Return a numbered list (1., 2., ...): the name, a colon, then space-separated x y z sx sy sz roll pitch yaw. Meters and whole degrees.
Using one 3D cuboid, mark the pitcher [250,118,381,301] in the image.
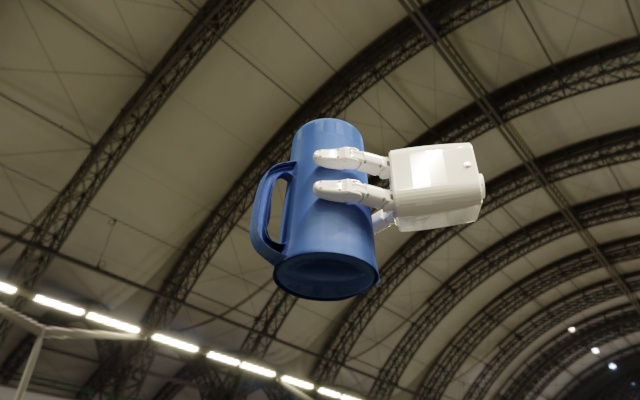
1. pitcher: 0.000 0.002 0.656 0.145 0.242 0.149 -8 -37 12
